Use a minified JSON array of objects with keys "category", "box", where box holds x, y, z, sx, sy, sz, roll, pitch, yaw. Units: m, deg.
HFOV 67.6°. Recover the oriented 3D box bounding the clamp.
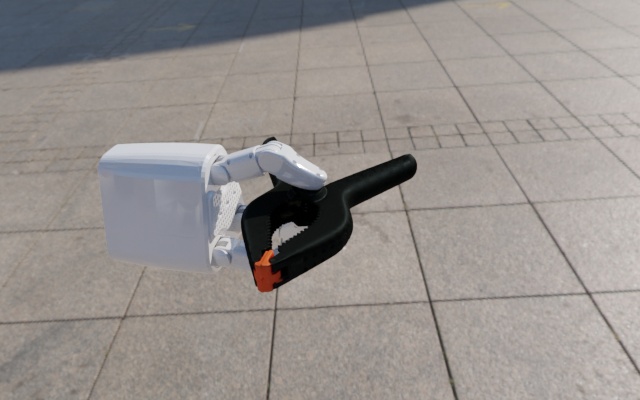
[{"category":"clamp","box":[0.000,0.001,0.424,0.164,0.036,0.209,4,34,11]}]
